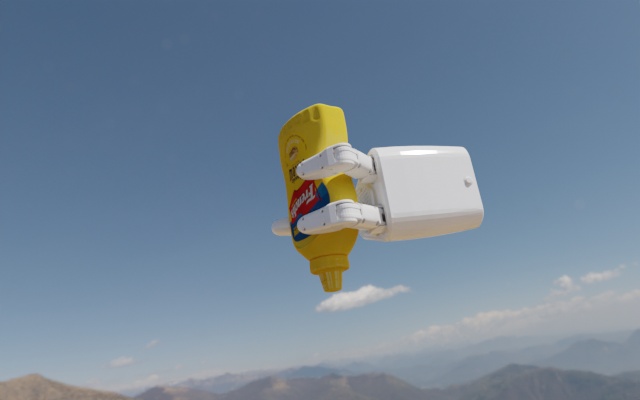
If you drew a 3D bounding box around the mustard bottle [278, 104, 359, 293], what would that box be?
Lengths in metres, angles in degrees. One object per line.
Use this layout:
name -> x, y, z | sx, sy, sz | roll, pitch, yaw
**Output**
mustard bottle -> 0.000, 0.001, 0.512 | 0.058, 0.191, 0.096 | 5, -22, -36
